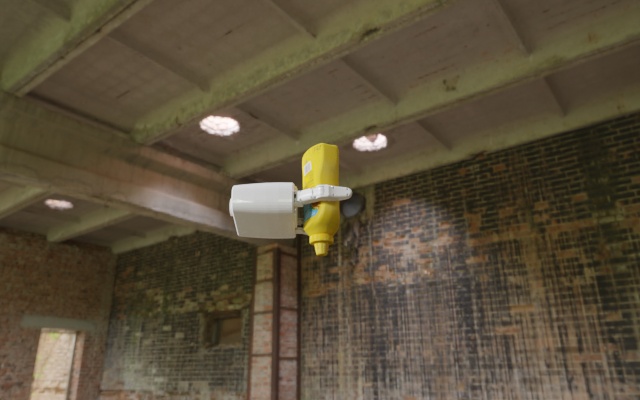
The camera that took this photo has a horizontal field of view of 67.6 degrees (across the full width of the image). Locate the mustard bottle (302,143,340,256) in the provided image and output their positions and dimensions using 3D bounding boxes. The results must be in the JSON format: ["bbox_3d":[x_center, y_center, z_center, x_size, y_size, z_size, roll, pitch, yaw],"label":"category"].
[{"bbox_3d":[0.000,0.003,0.844,0.058,0.191,0.096,8,-22,-24],"label":"mustard bottle"}]
